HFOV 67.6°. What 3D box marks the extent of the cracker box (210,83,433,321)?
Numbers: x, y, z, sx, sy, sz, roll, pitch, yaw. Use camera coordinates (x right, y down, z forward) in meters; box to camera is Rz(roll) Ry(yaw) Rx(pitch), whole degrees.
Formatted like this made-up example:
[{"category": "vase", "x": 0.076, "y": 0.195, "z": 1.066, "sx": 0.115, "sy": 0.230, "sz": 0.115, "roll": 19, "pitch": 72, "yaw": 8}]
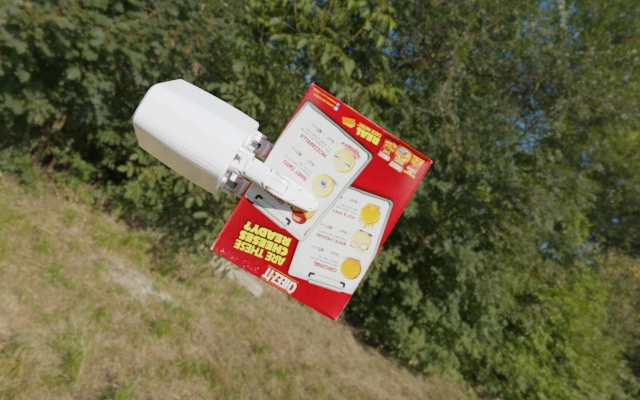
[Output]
[{"category": "cracker box", "x": 0.000, "y": 0.002, "z": 0.555, "sx": 0.164, "sy": 0.213, "sz": 0.072, "roll": 31, "pitch": 0, "yaw": -7}]
